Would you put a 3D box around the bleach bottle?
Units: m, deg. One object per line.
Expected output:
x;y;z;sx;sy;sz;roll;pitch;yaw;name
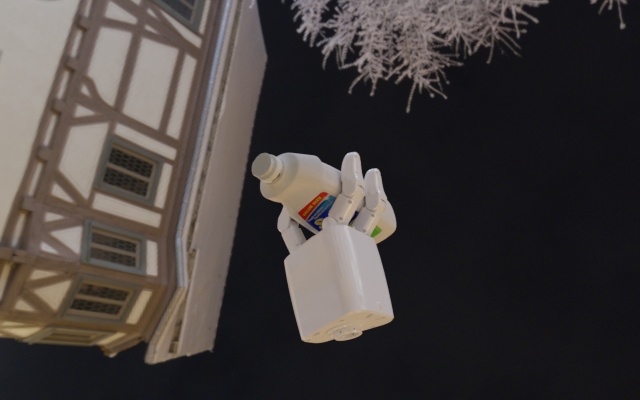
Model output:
0.000;0.002;0.621;0.102;0.068;0.251;-29;-32;25;bleach bottle
